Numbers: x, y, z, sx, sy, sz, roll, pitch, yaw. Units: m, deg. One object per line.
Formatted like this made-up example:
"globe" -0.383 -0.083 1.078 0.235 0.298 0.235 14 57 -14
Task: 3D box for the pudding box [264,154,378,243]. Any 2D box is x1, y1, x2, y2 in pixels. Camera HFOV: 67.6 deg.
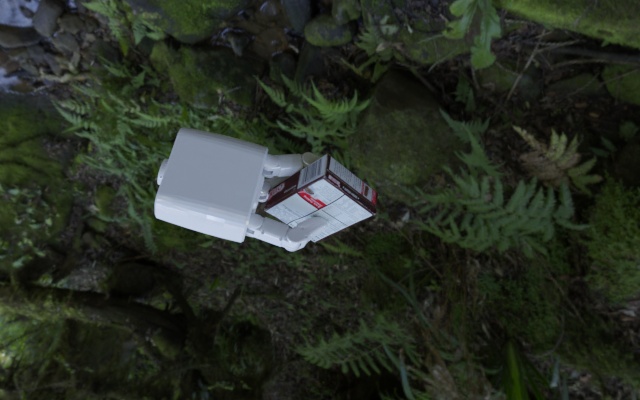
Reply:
"pudding box" 0.000 0.002 0.589 0.090 0.039 0.113 35 -42 -29
